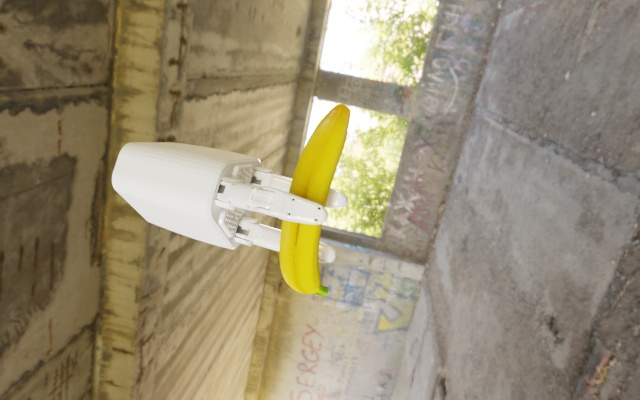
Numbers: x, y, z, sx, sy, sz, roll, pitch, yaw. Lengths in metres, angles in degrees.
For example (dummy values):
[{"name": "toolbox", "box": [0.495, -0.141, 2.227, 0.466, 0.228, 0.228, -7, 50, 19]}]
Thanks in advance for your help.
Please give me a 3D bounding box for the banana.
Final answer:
[{"name": "banana", "box": [-0.008, 0.009, 0.448, 0.037, 0.198, 0.069, 15, 18, 21]}]
